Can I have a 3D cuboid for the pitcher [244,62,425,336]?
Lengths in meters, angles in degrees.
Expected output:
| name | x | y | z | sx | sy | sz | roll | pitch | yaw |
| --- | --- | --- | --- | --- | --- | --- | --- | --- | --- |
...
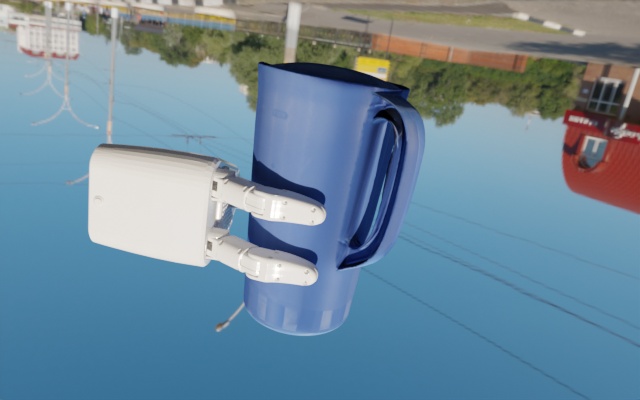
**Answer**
| name | x | y | z | sx | sy | sz | roll | pitch | yaw |
| --- | --- | --- | --- | --- | --- | --- | --- | --- | --- |
| pitcher | 0.000 | 0.001 | 0.442 | 0.145 | 0.243 | 0.149 | 10 | 18 | 2 |
